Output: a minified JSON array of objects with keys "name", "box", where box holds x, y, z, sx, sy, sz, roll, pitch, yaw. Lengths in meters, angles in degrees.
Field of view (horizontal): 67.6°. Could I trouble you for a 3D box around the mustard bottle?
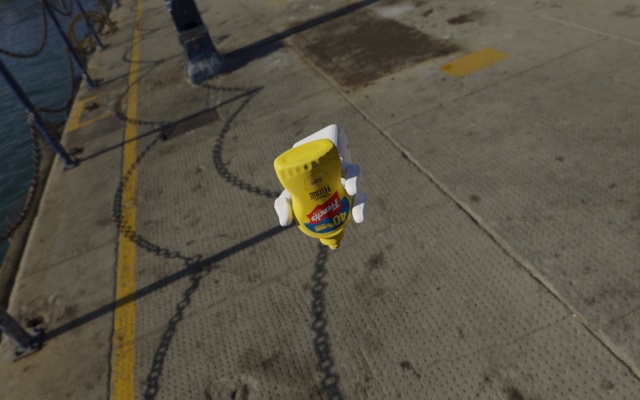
[{"name":"mustard bottle","box":[0.000,0.002,0.755,0.096,0.192,0.058,-24,36,-8]}]
